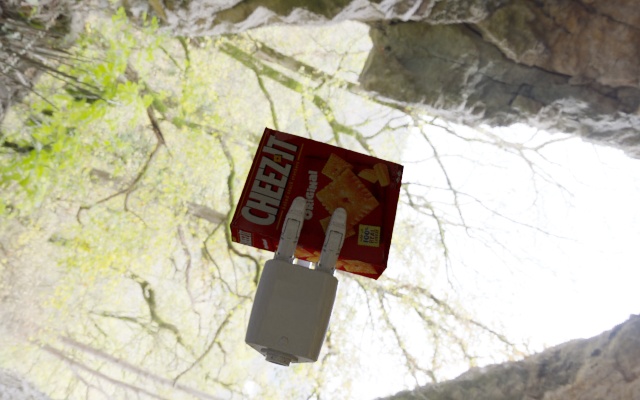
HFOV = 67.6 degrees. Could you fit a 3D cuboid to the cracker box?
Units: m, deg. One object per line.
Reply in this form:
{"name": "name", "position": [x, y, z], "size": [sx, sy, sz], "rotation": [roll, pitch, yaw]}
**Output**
{"name": "cracker box", "position": [0.000, 0.002, 0.672], "size": [0.214, 0.164, 0.072], "rotation": [16, -26, -1]}
